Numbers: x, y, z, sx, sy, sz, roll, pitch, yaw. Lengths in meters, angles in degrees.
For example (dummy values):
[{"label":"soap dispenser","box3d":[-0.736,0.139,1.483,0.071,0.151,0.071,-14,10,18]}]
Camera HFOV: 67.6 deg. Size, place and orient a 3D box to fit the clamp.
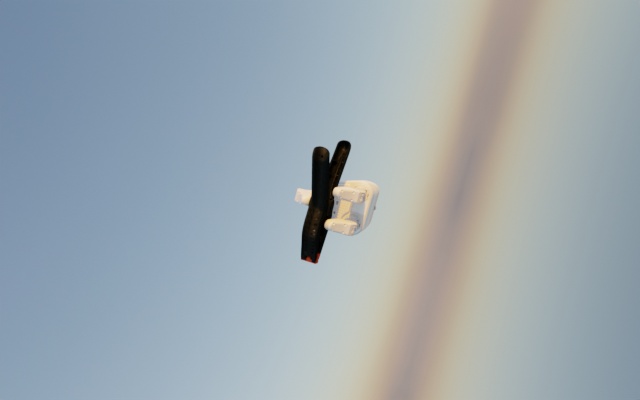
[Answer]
[{"label":"clamp","box3d":[-0.001,0.003,0.761,0.036,0.210,0.164,16,7,14]}]
